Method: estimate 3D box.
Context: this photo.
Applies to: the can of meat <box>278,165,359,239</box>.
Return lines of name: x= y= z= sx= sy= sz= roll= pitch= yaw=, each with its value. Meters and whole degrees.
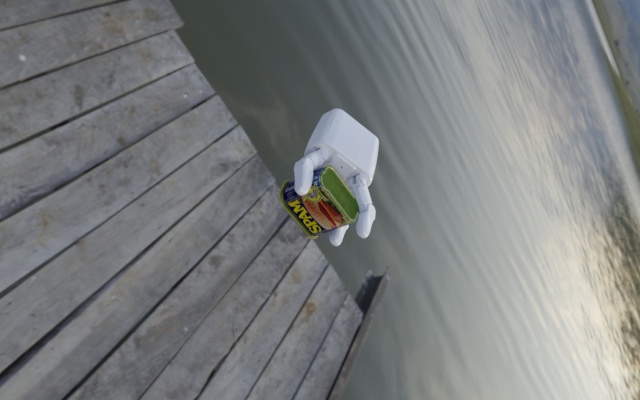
can of meat: x=0.000 y=0.002 z=0.740 sx=0.084 sy=0.102 sz=0.057 roll=-21 pitch=29 yaw=33
